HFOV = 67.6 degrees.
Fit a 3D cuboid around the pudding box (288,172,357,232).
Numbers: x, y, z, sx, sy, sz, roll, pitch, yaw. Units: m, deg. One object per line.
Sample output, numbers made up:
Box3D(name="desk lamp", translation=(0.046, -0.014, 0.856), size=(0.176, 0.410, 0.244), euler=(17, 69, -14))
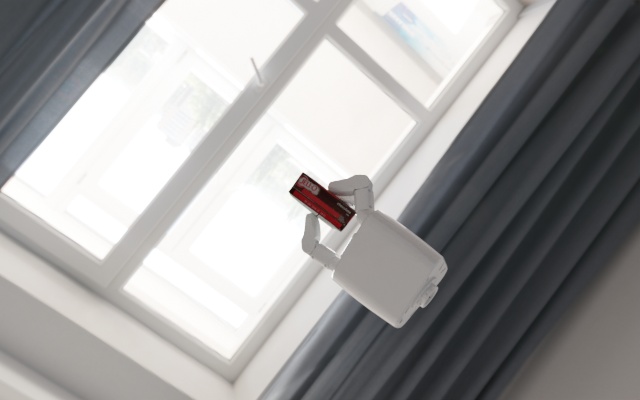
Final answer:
Box3D(name="pudding box", translation=(0.000, 0.002, 0.676), size=(0.090, 0.039, 0.113), euler=(38, -4, -2))
